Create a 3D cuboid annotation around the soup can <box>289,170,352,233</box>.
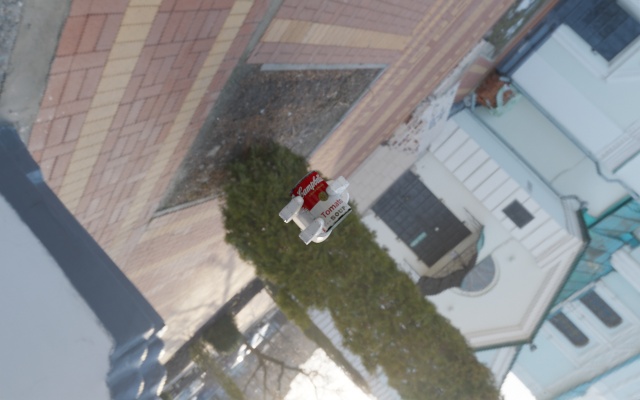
[{"bbox_3d":[0.000,0.003,0.888,0.068,0.102,0.068,-43,-7,-6],"label":"soup can"}]
